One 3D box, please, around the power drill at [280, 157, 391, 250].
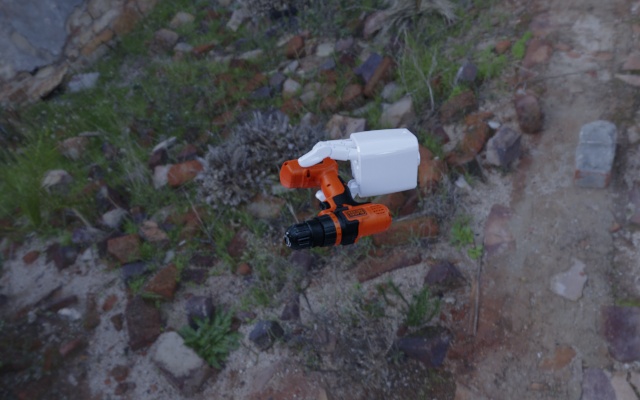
[{"bbox_3d":[0.000,0.002,0.800,0.184,0.057,0.187,-10,44,-26],"label":"power drill"}]
